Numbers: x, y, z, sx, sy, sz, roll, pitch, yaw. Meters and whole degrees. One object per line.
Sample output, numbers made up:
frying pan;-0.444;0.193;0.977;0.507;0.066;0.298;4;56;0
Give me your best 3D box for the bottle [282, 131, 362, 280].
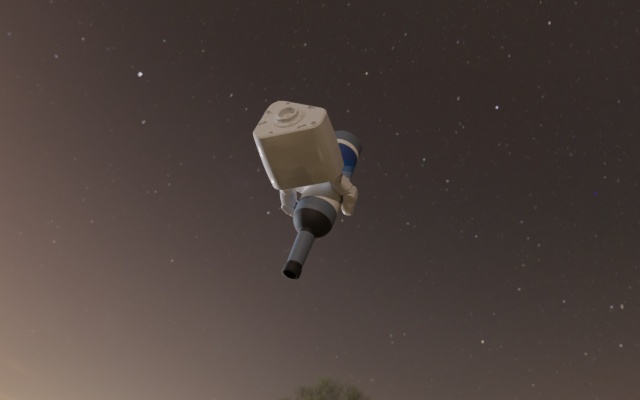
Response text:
bottle;0.000;0.002;0.789;0.069;0.295;0.069;13;-40;11
